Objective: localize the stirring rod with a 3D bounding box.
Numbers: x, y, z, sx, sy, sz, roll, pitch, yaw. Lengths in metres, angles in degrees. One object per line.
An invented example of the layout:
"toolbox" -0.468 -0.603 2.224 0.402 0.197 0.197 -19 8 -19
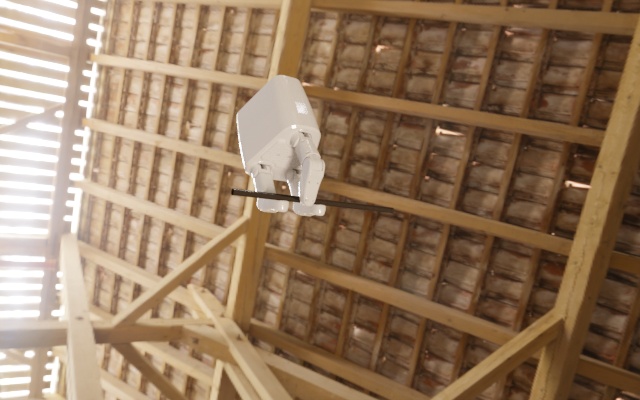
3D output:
"stirring rod" 0.000 0.002 0.613 0.239 0.011 0.011 7 -4 -32
